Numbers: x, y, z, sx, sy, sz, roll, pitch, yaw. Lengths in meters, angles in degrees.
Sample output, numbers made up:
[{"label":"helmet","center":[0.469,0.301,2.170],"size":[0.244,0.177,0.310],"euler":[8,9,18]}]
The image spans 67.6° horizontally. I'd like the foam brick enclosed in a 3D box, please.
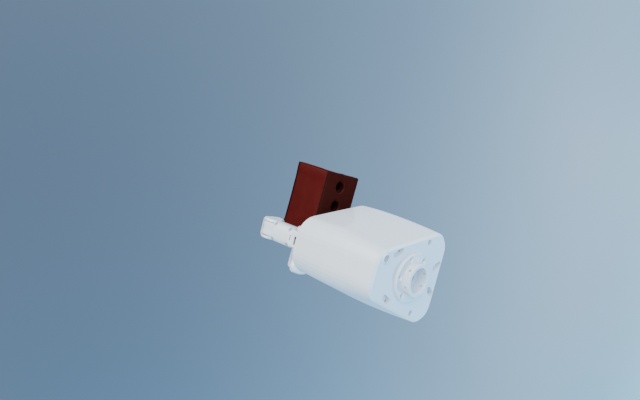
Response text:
[{"label":"foam brick","center":[0.000,0.001,0.543],"size":[0.053,0.078,0.051],"euler":[12,4,-43]}]
